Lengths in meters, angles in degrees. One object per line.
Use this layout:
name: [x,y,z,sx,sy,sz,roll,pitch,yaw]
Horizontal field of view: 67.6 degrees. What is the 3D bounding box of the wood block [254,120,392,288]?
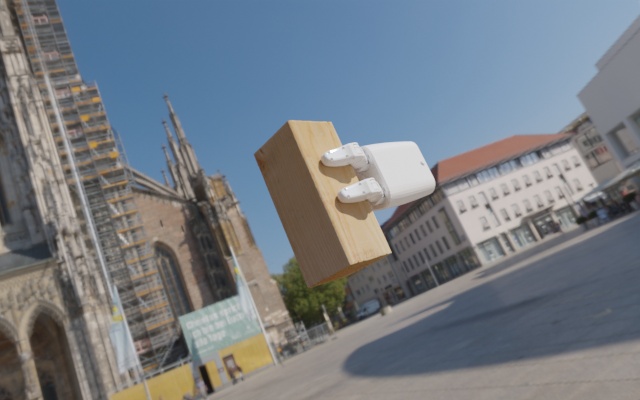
wood block: [0.000,0.002,0.658,0.090,0.206,0.091,-8,-21,-46]
